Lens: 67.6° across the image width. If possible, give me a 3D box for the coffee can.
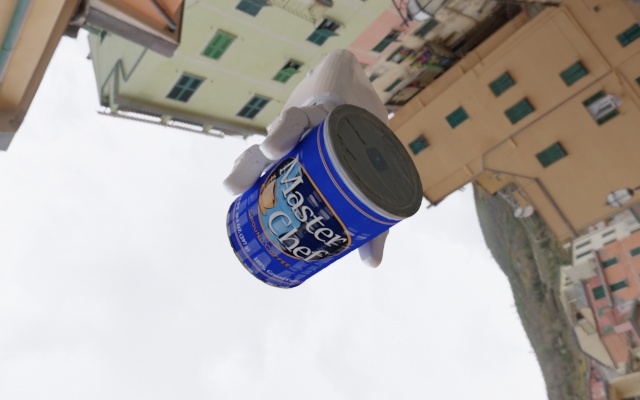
[{"bbox_3d":[0.000,0.001,0.408,0.103,0.102,0.140,0,-29,-48],"label":"coffee can"}]
